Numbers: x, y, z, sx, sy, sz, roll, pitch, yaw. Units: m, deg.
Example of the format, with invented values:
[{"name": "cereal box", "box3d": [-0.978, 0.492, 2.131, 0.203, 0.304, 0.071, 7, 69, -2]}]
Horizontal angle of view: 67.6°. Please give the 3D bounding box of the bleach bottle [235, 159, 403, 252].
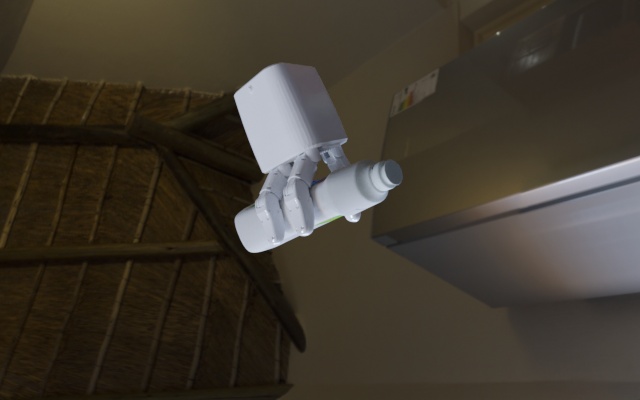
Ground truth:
[{"name": "bleach bottle", "box3d": [0.000, 0.002, 0.588, 0.102, 0.068, 0.251, -24, 1, -45]}]
